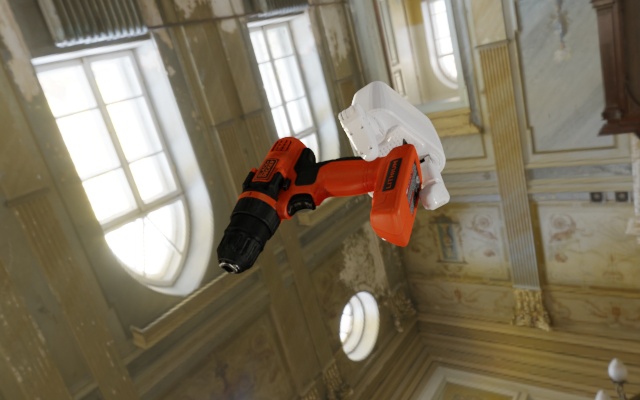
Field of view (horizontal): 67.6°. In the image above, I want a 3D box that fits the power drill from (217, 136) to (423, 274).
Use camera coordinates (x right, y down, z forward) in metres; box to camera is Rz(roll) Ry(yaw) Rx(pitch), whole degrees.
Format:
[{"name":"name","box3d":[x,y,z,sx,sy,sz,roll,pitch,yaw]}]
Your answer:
[{"name":"power drill","box3d":[0.001,0.001,0.488,0.187,0.184,0.057,2,-41,25]}]
